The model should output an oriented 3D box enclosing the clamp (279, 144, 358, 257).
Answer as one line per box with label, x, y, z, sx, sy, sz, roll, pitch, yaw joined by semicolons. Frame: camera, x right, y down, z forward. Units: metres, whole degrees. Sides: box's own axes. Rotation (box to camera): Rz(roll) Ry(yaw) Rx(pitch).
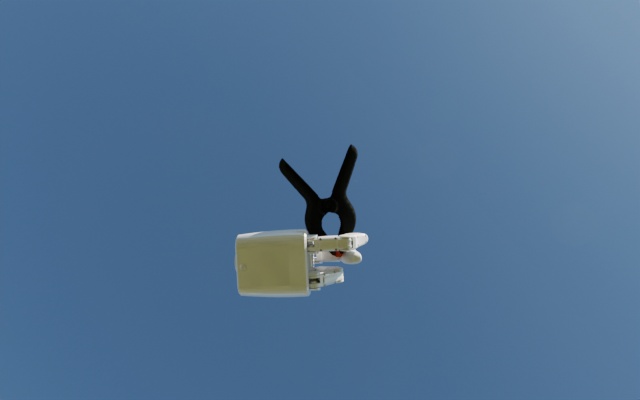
clamp;0.000;0.003;0.733;0.120;0.171;0.039;-3;2;4
